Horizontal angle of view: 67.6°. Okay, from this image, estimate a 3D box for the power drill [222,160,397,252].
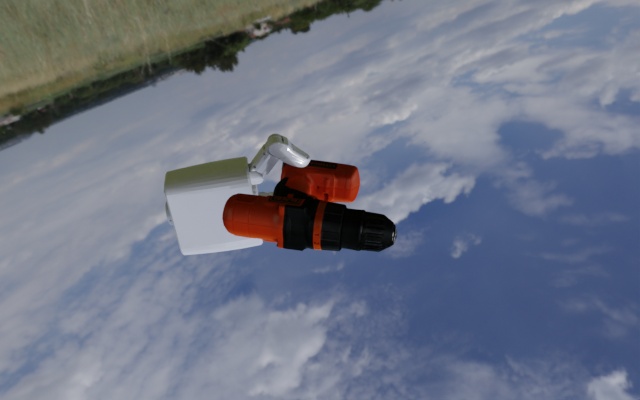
[{"bbox_3d":[0.000,0.002,0.564,0.184,0.057,0.187,9,19,8],"label":"power drill"}]
